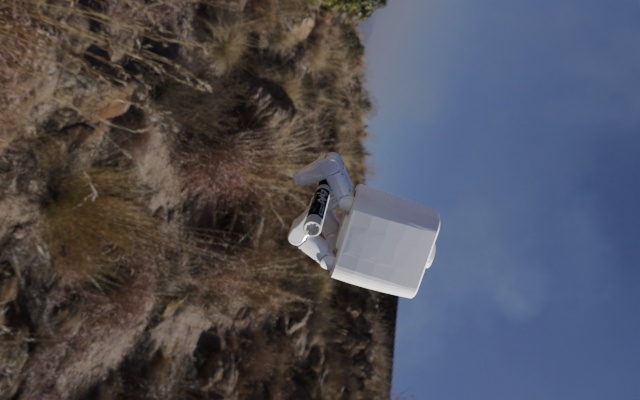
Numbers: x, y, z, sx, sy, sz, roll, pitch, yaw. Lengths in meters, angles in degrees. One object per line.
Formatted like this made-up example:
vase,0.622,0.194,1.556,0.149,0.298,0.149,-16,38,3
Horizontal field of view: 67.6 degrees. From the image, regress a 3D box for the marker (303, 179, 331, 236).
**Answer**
marker,0.000,0.002,0.537,0.020,0.020,0.121,0,27,9
